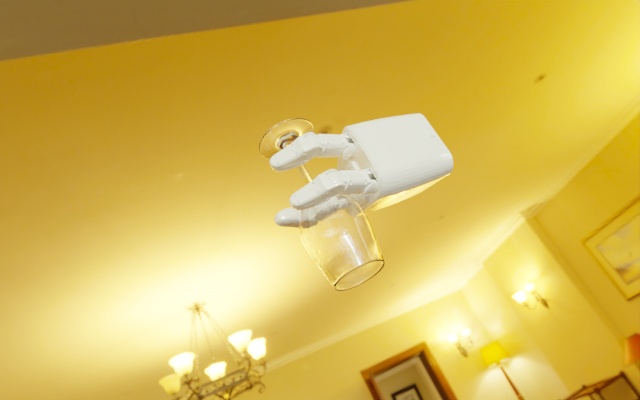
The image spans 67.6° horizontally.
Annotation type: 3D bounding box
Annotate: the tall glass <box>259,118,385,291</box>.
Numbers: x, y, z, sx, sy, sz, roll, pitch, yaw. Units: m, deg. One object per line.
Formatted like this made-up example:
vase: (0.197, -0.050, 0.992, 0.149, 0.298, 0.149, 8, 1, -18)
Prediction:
tall glass: (0.000, 0.001, 0.552, 0.079, 0.201, 0.079, -22, -27, -12)
